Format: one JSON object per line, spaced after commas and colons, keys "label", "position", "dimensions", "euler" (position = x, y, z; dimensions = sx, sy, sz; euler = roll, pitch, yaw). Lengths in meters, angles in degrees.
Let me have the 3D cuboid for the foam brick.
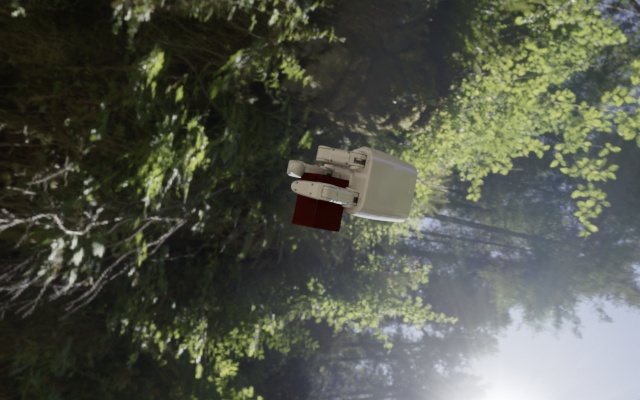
{"label": "foam brick", "position": [0.000, 0.003, 0.686], "dimensions": [0.051, 0.078, 0.053], "euler": [12, -1, -38]}
